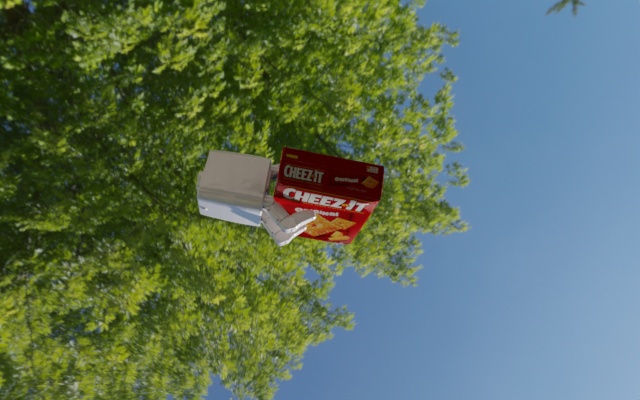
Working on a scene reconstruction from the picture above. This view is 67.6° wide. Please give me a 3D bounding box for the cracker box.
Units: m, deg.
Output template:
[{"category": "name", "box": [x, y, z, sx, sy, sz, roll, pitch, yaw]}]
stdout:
[{"category": "cracker box", "box": [0.000, 0.003, 0.825, 0.164, 0.072, 0.214, 10, -25, -6]}]
